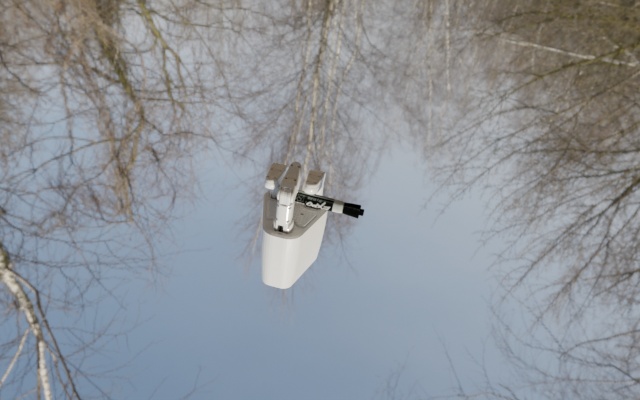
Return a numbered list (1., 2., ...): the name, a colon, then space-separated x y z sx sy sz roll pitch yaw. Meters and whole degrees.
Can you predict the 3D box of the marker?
1. marker: 0.000 0.002 0.650 0.121 0.020 0.020 14 2 7
